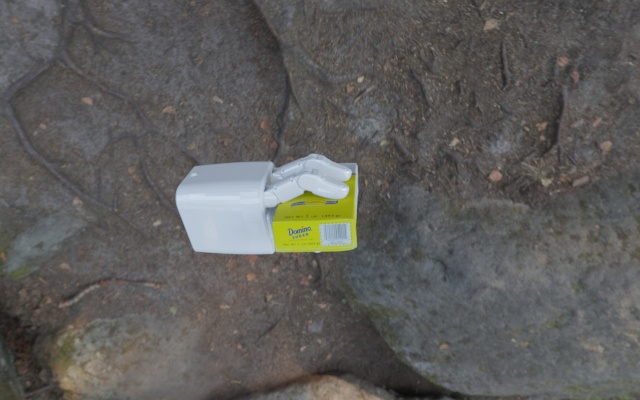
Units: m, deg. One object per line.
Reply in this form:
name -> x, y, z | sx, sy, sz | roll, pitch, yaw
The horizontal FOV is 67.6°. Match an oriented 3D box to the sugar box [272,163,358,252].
sugar box -> 0.000, 0.002, 0.601 | 0.093, 0.048, 0.176 | -2, 27, 5
